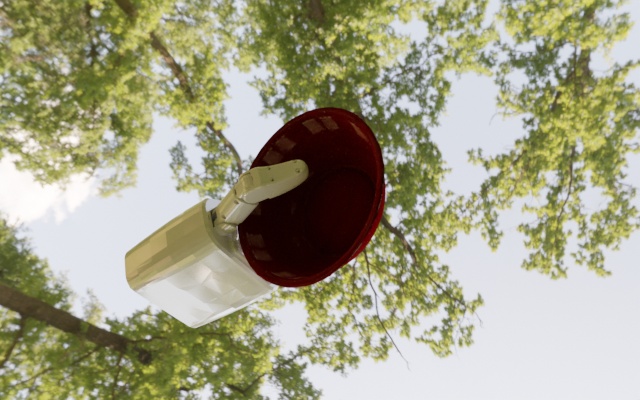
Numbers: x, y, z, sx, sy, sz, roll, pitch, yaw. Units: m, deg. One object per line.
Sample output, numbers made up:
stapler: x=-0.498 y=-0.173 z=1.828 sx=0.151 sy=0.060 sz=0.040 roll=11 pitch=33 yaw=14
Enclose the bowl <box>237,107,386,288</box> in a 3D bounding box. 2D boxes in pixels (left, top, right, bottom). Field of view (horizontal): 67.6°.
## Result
bowl: x=0.001 y=0.001 z=0.427 sx=0.162 sy=0.162 sz=0.055 roll=0 pitch=-17 yaw=41
